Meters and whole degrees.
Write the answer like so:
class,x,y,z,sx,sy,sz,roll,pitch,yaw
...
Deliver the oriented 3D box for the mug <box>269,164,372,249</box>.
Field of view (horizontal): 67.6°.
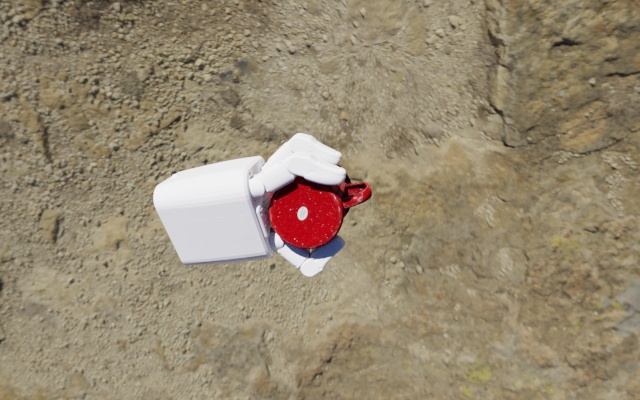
class,x,y,z,sx,sy,sz,roll,pitch,yaw
mug,0.001,0.002,0.538,0.117,0.093,0.081,-9,17,10
